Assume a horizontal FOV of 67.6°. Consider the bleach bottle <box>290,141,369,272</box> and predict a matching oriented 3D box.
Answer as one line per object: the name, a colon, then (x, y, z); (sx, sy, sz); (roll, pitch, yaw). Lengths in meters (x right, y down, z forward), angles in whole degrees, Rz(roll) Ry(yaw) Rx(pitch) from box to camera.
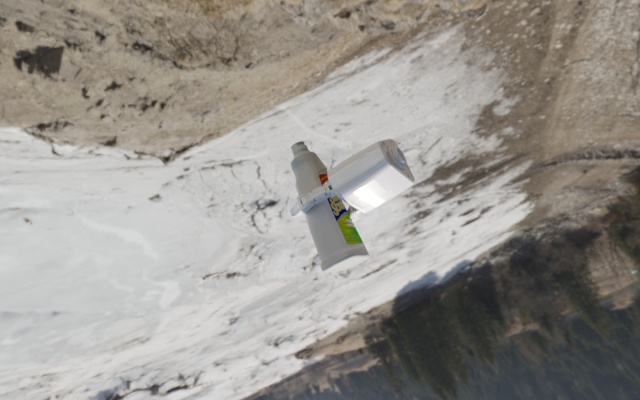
bleach bottle: (0.000, 0.003, 0.869); (0.068, 0.250, 0.102); (-32, -19, 24)
